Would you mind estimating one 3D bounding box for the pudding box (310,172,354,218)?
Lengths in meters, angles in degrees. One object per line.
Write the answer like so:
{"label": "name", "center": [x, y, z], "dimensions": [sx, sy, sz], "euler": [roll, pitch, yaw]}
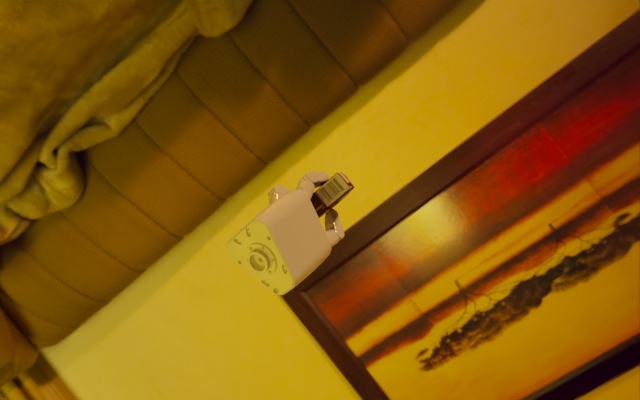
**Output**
{"label": "pudding box", "center": [0.000, 0.003, 0.774], "dimensions": [0.113, 0.039, 0.090], "euler": [-39, -1, 8]}
